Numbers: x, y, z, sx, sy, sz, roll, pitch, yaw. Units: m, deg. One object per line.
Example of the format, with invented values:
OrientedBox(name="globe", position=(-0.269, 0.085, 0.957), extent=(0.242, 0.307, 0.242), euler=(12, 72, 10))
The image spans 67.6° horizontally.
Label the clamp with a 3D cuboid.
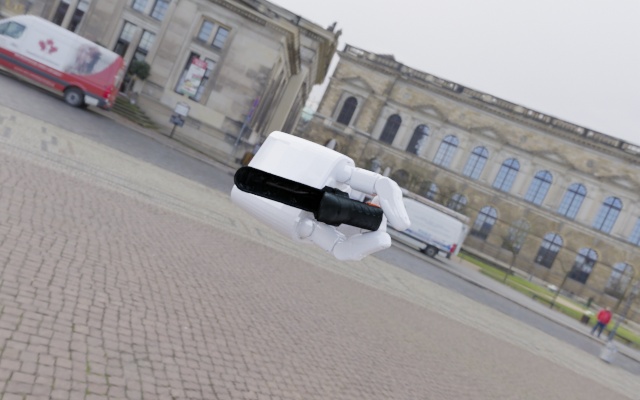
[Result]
OrientedBox(name="clamp", position=(0.000, 0.001, 0.470), extent=(0.120, 0.039, 0.171), euler=(26, 3, 30))
